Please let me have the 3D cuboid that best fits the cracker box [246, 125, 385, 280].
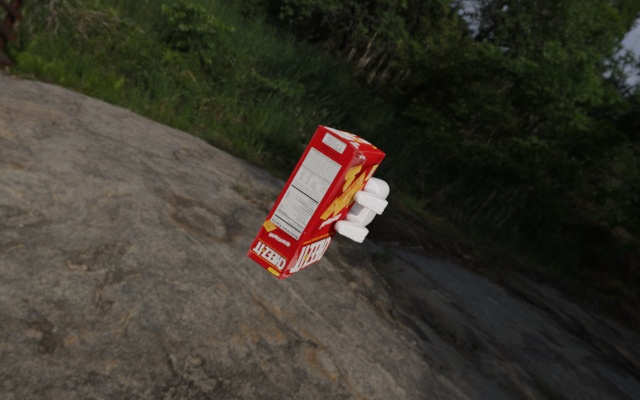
[{"bbox_3d":[0.000,0.002,0.713,0.072,0.214,0.164,34,13,15],"label":"cracker box"}]
